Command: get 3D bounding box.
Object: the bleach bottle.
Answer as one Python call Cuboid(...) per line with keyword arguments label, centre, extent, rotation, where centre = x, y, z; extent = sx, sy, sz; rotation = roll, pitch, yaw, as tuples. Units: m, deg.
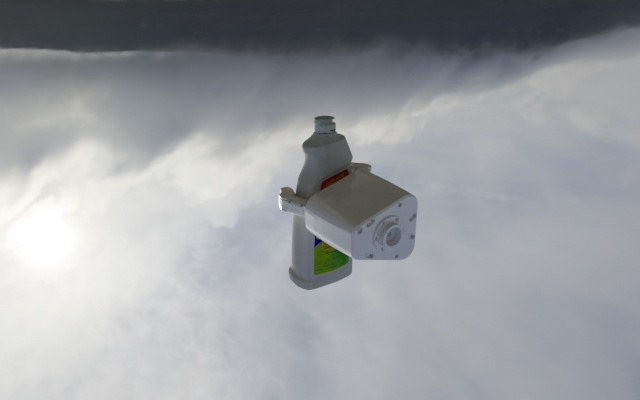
Cuboid(label="bleach bottle", centre=(0.000, 0.002, 0.709), extent=(0.102, 0.251, 0.068), rotation=(-14, 26, -30))
